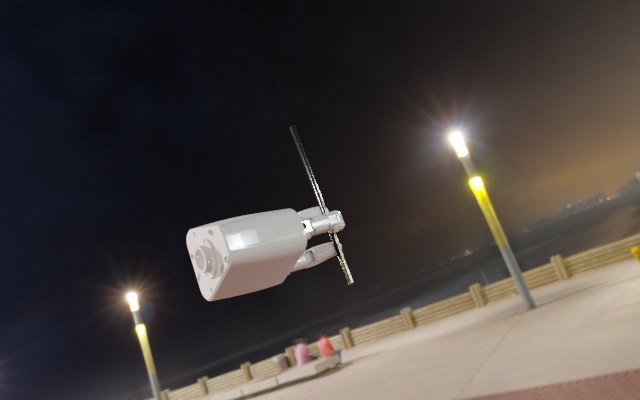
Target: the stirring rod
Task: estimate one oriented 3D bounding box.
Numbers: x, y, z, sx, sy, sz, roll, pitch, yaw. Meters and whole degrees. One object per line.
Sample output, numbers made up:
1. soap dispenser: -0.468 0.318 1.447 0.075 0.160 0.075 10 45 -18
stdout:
1. stirring rod: 0.000 0.002 0.669 0.011 0.239 0.011 -20 -13 -5
